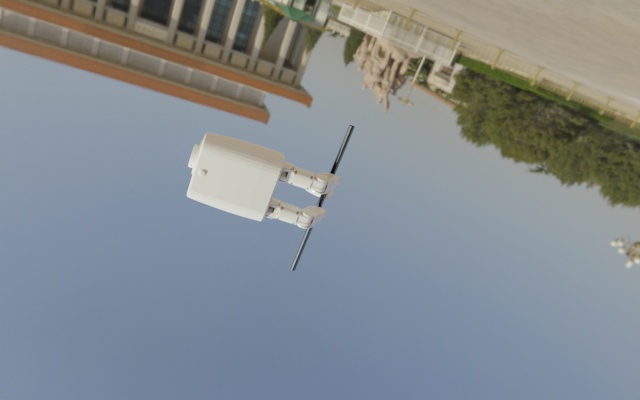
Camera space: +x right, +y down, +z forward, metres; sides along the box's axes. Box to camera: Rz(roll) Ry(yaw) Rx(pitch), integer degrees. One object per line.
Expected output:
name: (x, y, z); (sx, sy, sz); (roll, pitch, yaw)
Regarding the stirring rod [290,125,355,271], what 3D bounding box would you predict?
stirring rod: (0.000, 0.002, 0.695); (0.011, 0.240, 0.011); (20, 21, -8)
